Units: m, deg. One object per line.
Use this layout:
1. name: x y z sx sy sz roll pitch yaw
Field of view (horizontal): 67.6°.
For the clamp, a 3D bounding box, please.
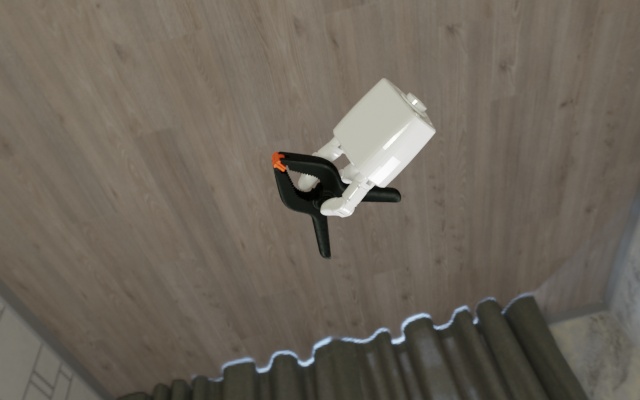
1. clamp: 0.000 0.002 0.722 0.210 0.164 0.036 30 22 -30
